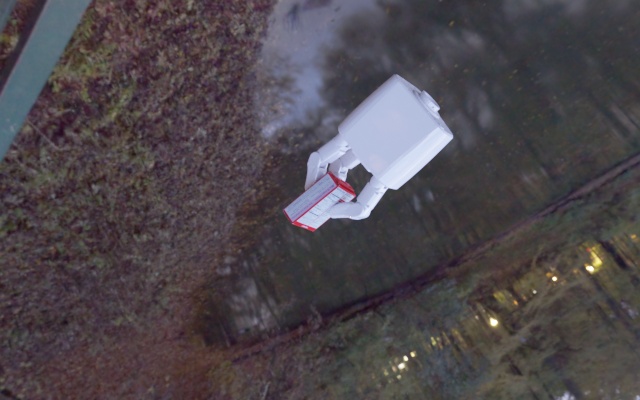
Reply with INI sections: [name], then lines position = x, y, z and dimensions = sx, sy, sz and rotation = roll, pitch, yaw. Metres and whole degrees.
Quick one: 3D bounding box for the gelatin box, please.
[gelatin box]
position = 0.000, 0.003, 0.687
dimensions = 0.089, 0.030, 0.073
rotation = -40, -23, 11
